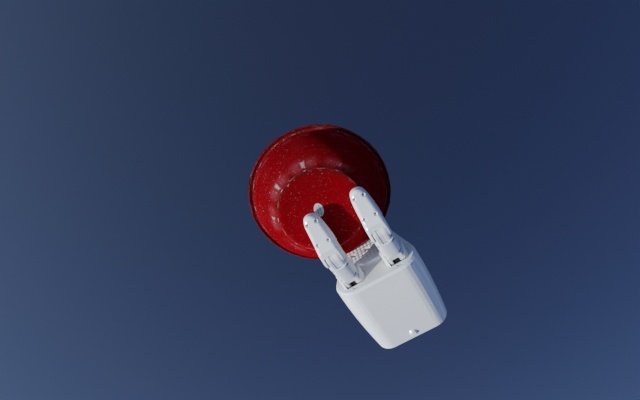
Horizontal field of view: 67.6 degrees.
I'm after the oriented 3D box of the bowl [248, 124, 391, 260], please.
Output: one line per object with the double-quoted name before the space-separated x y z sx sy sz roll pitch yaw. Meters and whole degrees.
"bowl" -0.001 0.001 0.518 0.162 0.162 0.055 0 19 -2
